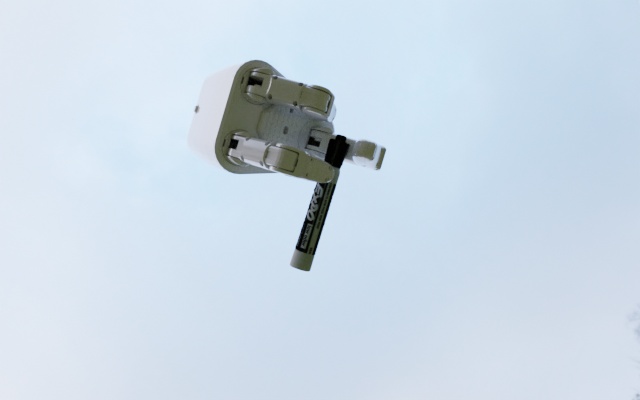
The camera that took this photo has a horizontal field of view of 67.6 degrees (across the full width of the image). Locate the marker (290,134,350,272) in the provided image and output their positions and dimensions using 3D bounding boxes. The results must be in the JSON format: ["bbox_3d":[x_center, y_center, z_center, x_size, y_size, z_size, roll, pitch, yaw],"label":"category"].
[{"bbox_3d":[0.000,0.001,0.413,0.020,0.121,0.020,17,1,0],"label":"marker"}]
